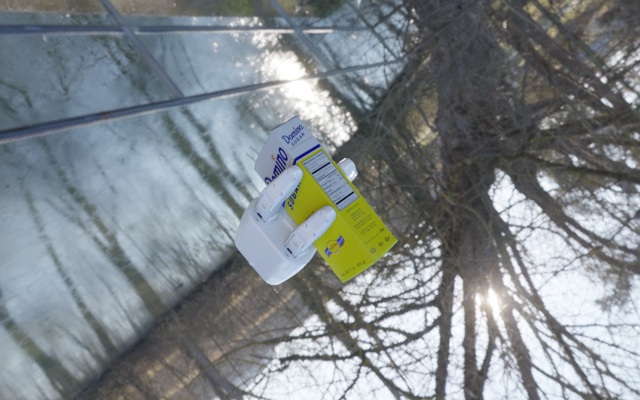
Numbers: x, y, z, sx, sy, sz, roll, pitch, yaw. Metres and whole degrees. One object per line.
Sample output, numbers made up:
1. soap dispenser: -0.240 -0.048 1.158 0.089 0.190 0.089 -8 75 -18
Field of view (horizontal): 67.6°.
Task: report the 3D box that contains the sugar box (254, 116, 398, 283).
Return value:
1. sugar box: 0.000 0.002 0.536 0.048 0.176 0.093 -38 -6 -31
